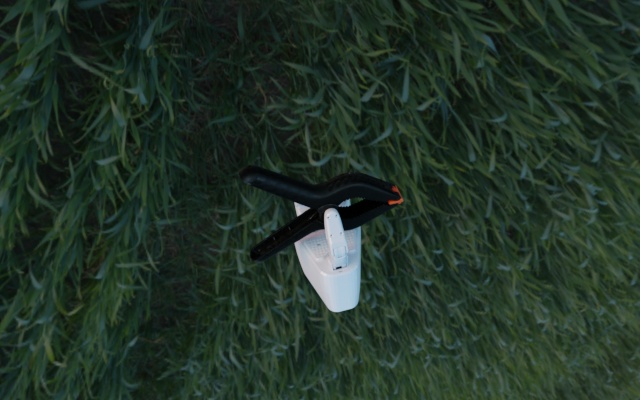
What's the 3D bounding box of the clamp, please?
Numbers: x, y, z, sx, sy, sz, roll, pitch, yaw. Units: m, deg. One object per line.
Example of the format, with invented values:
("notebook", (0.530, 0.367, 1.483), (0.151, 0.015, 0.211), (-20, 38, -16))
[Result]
("clamp", (0.001, 0.003, 0.597), (0.210, 0.036, 0.165), (-14, -41, -5))
